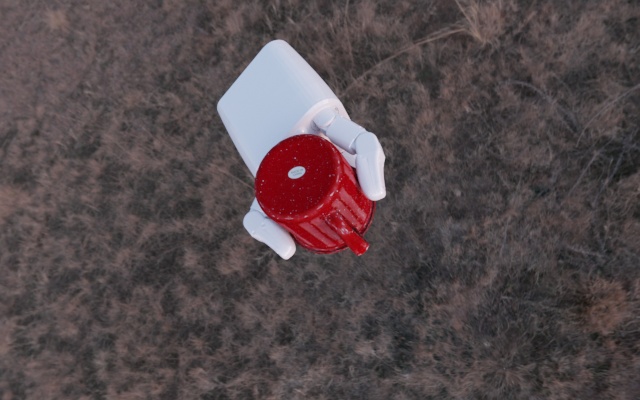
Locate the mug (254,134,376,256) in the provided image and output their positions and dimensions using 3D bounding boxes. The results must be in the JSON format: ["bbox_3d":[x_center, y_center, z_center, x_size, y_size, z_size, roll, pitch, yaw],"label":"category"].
[{"bbox_3d":[0.001,0.002,0.419,0.093,0.117,0.081,-39,-29,4],"label":"mug"}]
